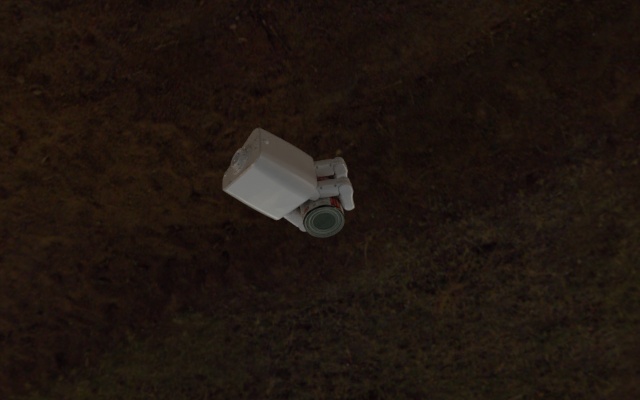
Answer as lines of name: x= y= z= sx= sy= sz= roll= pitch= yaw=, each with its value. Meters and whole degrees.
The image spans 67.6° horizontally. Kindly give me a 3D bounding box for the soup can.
soup can: x=0.000 y=0.003 z=0.786 sx=0.068 sy=0.069 sz=0.102 roll=0 pitch=39 yaw=-9
